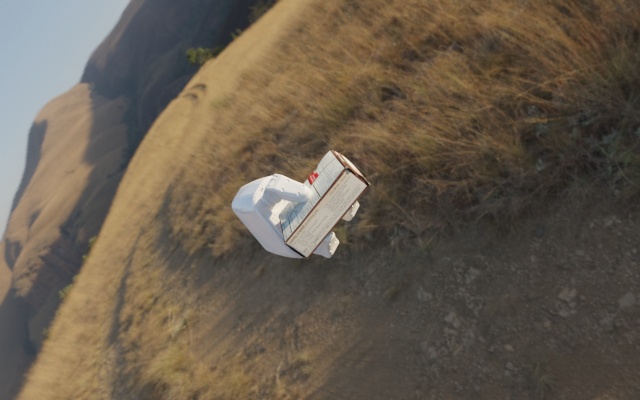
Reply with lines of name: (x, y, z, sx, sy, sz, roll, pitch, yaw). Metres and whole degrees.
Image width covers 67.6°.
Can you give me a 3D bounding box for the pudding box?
pudding box: (0.000, 0.002, 0.557, 0.039, 0.113, 0.090, 34, 10, -19)
